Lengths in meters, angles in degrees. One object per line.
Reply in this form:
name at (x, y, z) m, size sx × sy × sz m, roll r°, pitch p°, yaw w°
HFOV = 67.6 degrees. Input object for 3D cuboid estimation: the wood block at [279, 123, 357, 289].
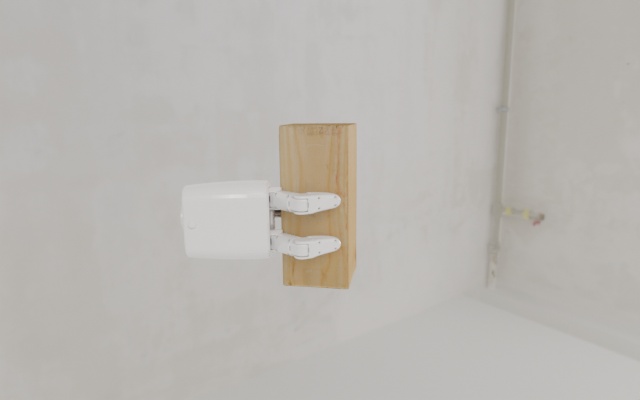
wood block at (0.000, 0.002, 0.636) m, size 0.090 × 0.206 × 0.091 m, roll 1°, pitch 12°, yaw 10°
